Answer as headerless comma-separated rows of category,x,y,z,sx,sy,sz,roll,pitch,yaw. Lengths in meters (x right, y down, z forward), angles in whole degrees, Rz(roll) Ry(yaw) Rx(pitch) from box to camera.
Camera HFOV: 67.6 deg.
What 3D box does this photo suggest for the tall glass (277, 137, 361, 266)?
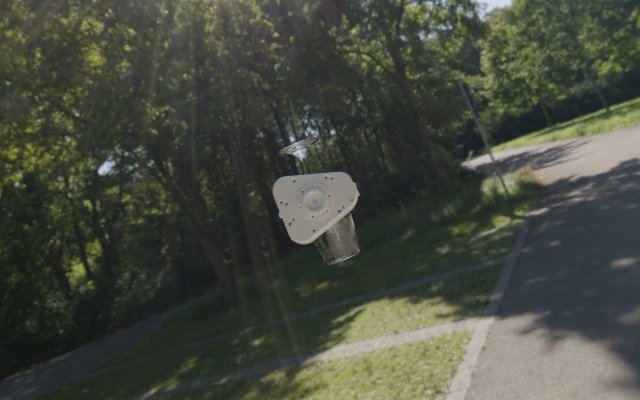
tall glass,0.000,0.002,0.784,0.079,0.201,0.079,-22,-2,-1
